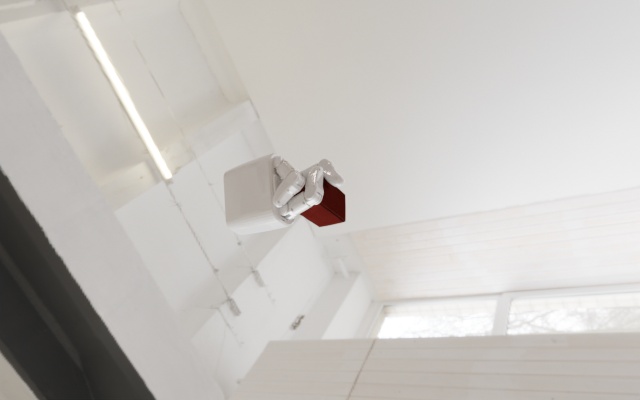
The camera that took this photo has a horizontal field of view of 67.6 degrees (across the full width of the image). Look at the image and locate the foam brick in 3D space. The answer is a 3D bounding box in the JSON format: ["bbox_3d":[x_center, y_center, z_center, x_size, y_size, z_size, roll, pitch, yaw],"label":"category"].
[{"bbox_3d":[0.000,0.003,0.778,0.051,0.053,0.078,-16,-34,31],"label":"foam brick"}]
